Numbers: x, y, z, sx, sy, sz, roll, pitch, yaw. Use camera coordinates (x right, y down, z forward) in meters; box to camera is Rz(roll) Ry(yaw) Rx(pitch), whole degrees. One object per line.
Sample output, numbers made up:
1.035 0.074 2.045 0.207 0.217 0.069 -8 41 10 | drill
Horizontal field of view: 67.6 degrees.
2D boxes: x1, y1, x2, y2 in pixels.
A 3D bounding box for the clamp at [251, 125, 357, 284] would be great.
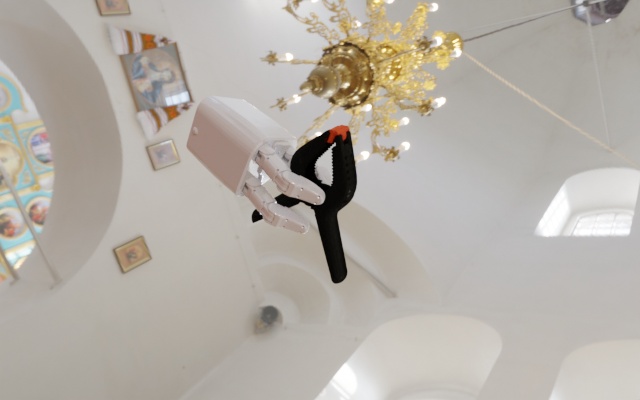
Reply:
0.001 0.001 0.617 0.164 0.210 0.036 39 38 14 | clamp
